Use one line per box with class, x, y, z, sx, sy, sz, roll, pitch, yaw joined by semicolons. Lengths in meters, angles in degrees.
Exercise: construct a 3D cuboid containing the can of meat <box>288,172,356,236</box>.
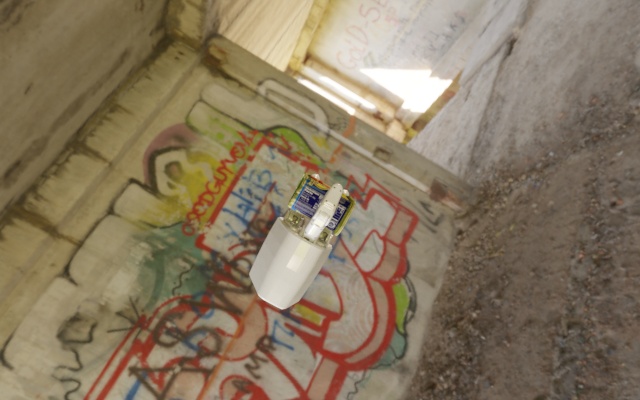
can of meat;0.000;0.002;0.719;0.084;0.057;0.102;29;6;-5
